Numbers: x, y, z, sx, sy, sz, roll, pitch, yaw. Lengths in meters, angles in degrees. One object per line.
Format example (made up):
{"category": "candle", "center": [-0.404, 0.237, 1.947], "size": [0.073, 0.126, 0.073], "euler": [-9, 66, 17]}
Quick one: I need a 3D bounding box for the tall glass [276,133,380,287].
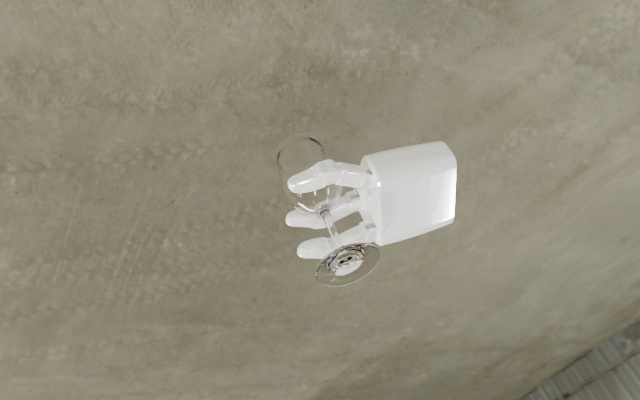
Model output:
{"category": "tall glass", "center": [0.000, 0.002, 0.583], "size": [0.079, 0.201, 0.079], "euler": [-14, -41, -12]}
